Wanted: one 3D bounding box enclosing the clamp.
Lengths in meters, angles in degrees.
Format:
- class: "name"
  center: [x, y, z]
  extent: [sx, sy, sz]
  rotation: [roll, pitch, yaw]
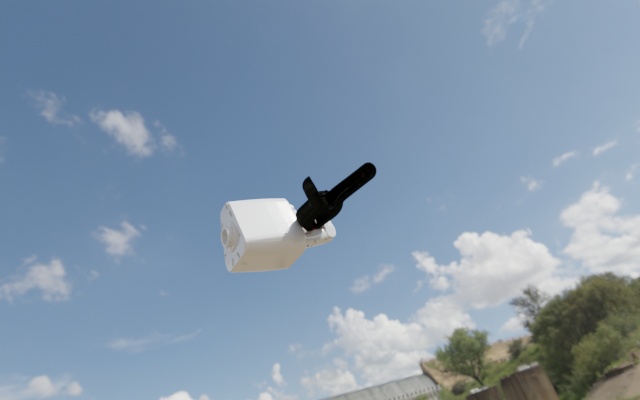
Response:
- class: "clamp"
  center: [0.000, 0.002, 0.728]
  extent: [0.120, 0.039, 0.171]
  rotation: [-4, -32, -34]
